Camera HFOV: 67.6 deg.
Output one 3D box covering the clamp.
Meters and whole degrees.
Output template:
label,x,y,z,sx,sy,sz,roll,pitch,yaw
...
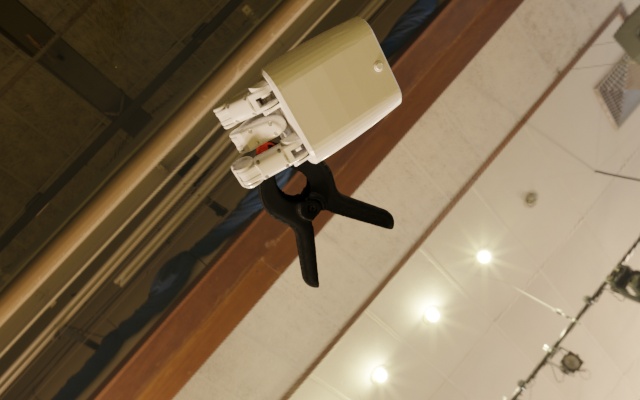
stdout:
label,x,y,z,sx,sy,sz,roll,pitch,yaw
clamp,0.000,0.001,0.504,0.120,0.171,0.039,-33,25,-6
